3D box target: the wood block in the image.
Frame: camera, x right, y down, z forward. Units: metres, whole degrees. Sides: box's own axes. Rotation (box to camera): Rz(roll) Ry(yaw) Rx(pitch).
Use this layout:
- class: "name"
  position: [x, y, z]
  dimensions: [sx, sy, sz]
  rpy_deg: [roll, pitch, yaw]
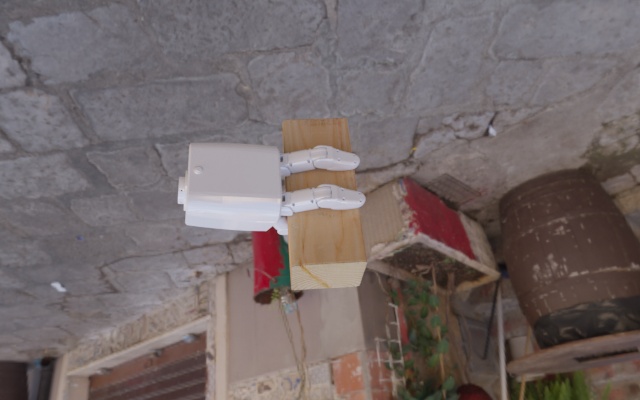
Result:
- class: "wood block"
  position: [0.000, 0.002, 0.624]
  dimensions: [0.090, 0.206, 0.091]
  rpy_deg: [-3, -28, -5]
